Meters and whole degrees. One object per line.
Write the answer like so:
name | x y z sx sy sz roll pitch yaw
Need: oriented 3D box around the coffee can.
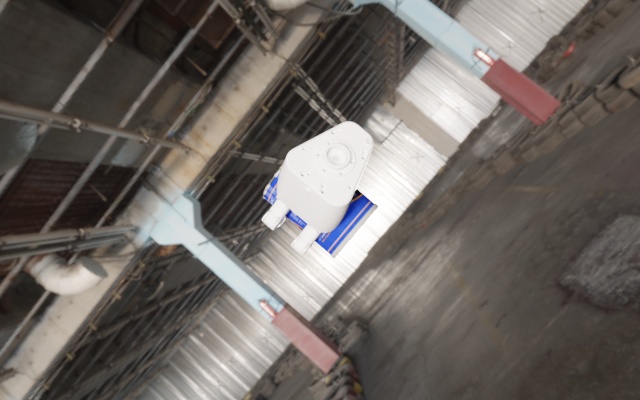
coffee can | 0.000 0.002 0.709 0.140 0.103 0.103 40 5 6
